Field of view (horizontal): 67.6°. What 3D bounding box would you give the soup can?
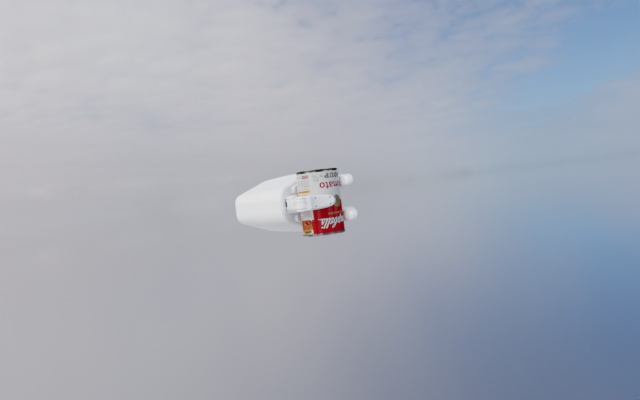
[{"bbox_3d":[0.000,0.002,0.756,0.068,0.102,0.068,-7,1,0],"label":"soup can"}]
